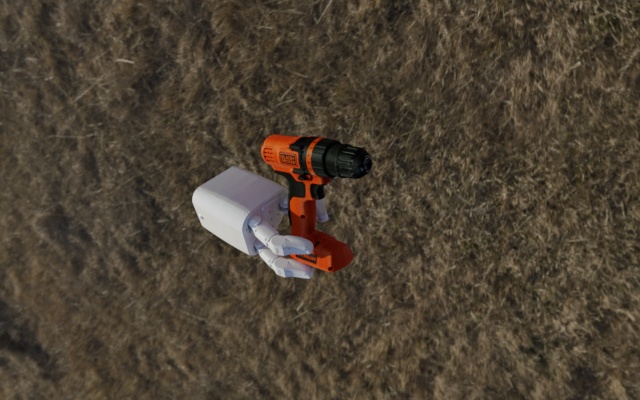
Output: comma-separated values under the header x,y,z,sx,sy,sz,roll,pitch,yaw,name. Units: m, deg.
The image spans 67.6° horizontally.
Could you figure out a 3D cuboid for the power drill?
x,y,z,sx,sy,sz,roll,pitch,yaw,name
0.000,0.003,0.667,0.184,0.188,0.057,15,29,43,power drill
